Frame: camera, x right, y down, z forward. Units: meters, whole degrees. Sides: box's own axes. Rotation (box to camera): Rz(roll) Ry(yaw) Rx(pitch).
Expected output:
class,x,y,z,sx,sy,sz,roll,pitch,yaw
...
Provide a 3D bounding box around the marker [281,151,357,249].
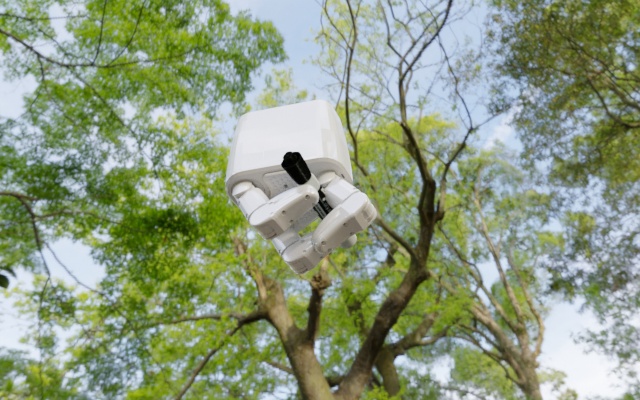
class,x,y,z,sx,sy,sz,roll,pitch,yaw
marker,0.000,0.001,0.423,0.020,0.020,0.121,0,-39,35
